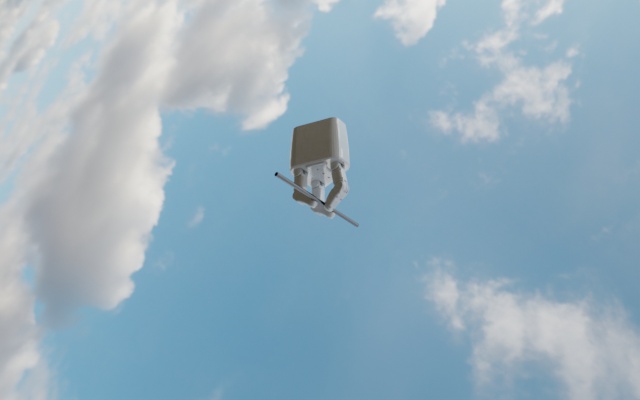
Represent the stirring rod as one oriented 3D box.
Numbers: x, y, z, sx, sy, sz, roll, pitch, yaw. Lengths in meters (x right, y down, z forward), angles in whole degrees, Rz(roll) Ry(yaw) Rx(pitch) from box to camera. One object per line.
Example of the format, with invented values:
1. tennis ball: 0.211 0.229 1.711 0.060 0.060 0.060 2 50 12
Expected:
1. stirring rod: 0.000 0.003 0.887 0.011 0.011 0.240 0 -23 43
